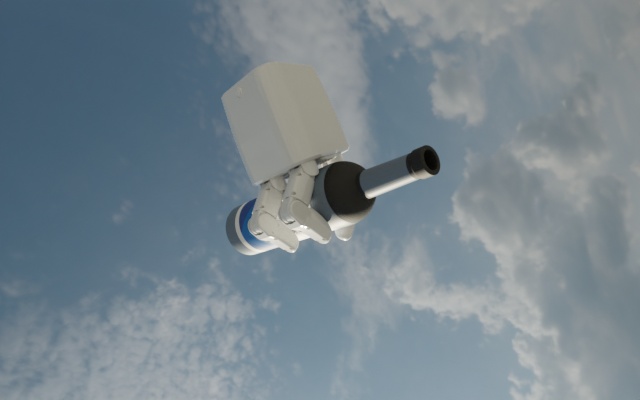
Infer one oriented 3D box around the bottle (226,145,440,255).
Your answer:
[{"bbox_3d":[0.000,0.002,0.515,0.069,0.069,0.296,0,-14,-42],"label":"bottle"}]
